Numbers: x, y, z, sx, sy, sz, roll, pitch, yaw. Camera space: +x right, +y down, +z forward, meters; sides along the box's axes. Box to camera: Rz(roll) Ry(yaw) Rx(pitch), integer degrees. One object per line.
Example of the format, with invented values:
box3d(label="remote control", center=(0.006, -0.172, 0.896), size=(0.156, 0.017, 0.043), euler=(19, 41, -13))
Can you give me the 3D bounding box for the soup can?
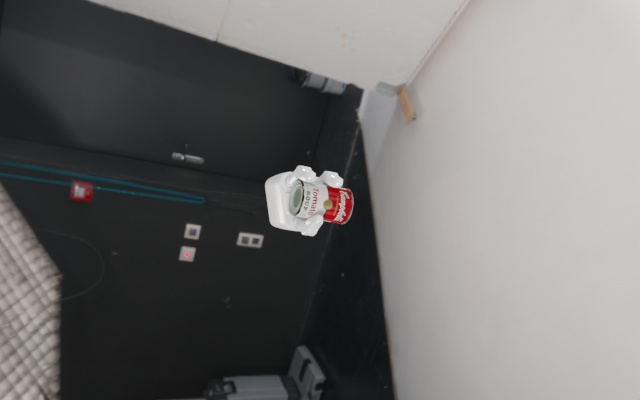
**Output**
box3d(label="soup can", center=(0.000, 0.003, 0.876), size=(0.102, 0.068, 0.068), euler=(10, -4, -24))
